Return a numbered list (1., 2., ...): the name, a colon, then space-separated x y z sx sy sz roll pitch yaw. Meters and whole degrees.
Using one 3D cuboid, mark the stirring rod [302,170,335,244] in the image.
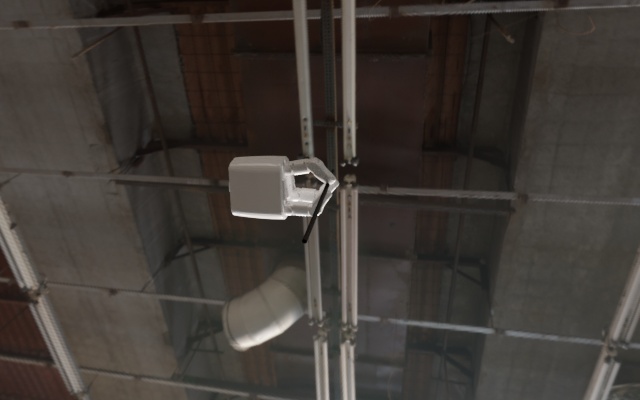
1. stirring rod: 0.000 0.003 0.825 0.011 0.011 0.239 0 30 13
